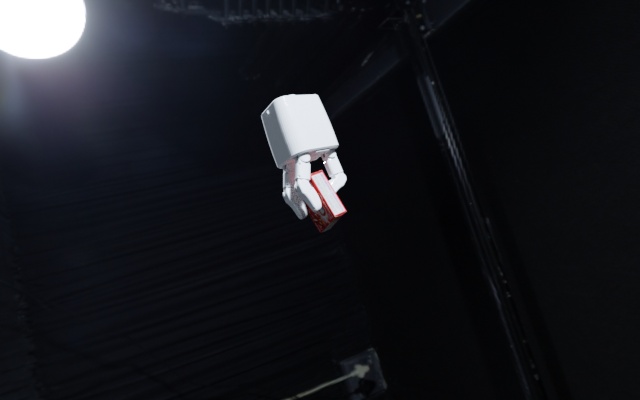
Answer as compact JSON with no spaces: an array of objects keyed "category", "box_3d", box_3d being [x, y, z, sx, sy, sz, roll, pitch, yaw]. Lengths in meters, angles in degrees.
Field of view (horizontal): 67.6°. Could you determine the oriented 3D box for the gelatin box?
[{"category":"gelatin box","box_3d":[0.001,0.003,0.841,0.030,0.089,0.073,-24,-15,-31]}]
